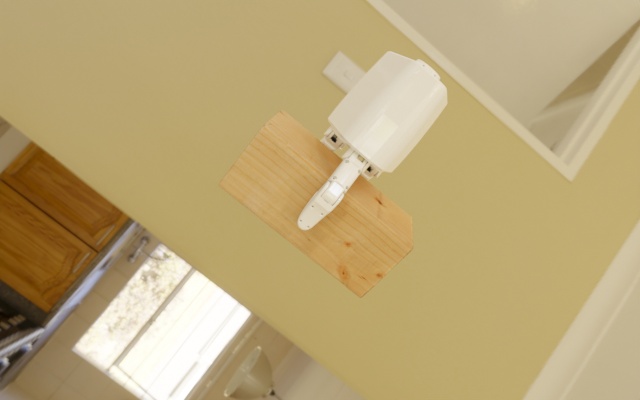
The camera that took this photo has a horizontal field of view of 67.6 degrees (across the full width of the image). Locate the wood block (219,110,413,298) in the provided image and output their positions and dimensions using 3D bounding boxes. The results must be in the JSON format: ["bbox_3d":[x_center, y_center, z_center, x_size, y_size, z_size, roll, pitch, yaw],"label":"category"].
[{"bbox_3d":[0.000,0.002,0.554,0.206,0.090,0.090,39,23,-7],"label":"wood block"}]
